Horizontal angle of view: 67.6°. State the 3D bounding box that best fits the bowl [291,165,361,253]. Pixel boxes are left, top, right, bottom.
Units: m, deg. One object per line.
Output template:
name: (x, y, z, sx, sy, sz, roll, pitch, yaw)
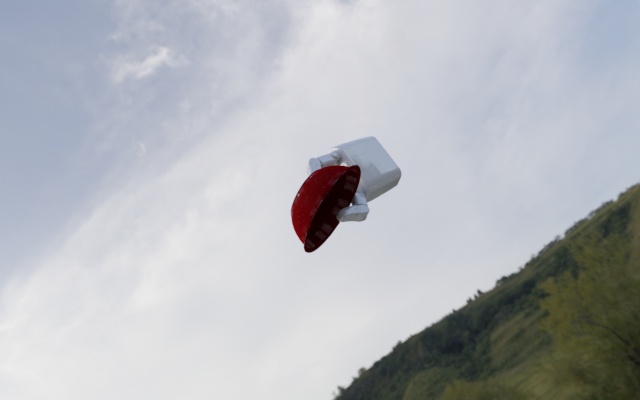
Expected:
bowl: (-0.001, 0.003, 0.768, 0.055, 0.162, 0.162, 31, 9, 16)
